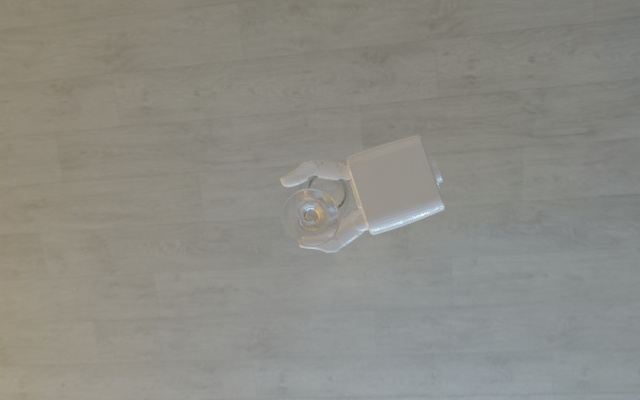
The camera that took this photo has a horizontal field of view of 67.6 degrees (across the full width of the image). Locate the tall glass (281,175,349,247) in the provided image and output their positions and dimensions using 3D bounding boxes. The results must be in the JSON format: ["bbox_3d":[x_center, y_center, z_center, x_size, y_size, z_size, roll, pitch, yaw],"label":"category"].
[{"bbox_3d":[0.000,0.002,0.689,0.079,0.079,0.201,0,12,7],"label":"tall glass"}]
